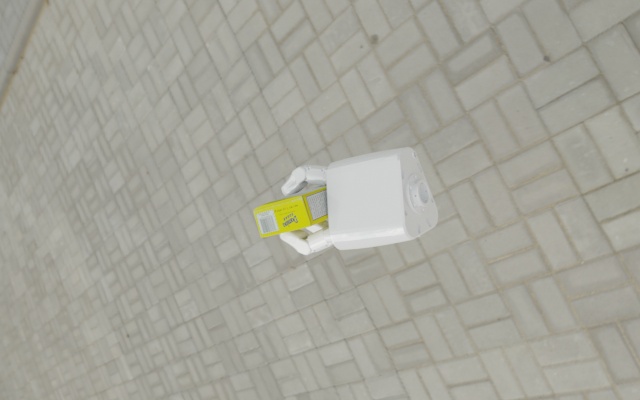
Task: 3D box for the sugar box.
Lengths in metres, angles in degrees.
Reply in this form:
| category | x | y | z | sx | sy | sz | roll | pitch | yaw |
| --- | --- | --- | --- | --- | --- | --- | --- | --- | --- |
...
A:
| category | x | y | z | sx | sy | sz | roll | pitch | yaw |
| --- | --- | --- | --- | --- | --- | --- | --- | --- | --- |
| sugar box | 0.000 | 0.003 | 0.667 | 0.093 | 0.048 | 0.176 | -14 | 2 | 39 |
